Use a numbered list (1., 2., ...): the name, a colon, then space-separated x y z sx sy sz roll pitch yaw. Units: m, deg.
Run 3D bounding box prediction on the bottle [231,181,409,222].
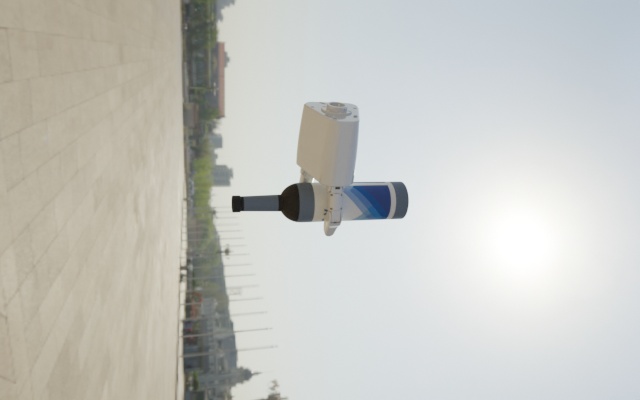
1. bottle: 0.000 0.003 0.805 0.296 0.069 0.069 -1 0 -15
